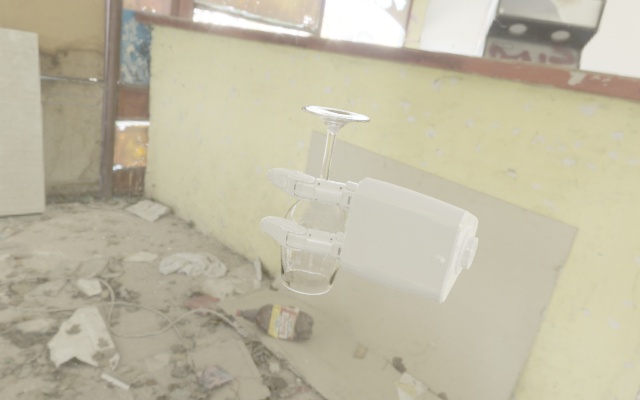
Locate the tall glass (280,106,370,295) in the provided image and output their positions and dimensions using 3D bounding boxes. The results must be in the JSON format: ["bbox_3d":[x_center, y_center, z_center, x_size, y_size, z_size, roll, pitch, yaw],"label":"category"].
[{"bbox_3d":[0.000,0.001,0.533,0.079,0.201,0.079,9,17,-3],"label":"tall glass"}]
